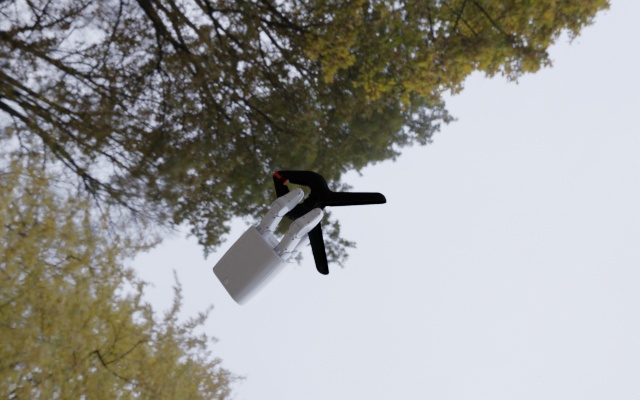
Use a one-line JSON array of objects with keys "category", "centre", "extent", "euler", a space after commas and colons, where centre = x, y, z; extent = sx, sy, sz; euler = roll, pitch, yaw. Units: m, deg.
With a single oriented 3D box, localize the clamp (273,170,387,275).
[{"category": "clamp", "centre": [0.000, 0.003, 0.822], "extent": [0.210, 0.164, 0.036], "euler": [46, 0, 30]}]
